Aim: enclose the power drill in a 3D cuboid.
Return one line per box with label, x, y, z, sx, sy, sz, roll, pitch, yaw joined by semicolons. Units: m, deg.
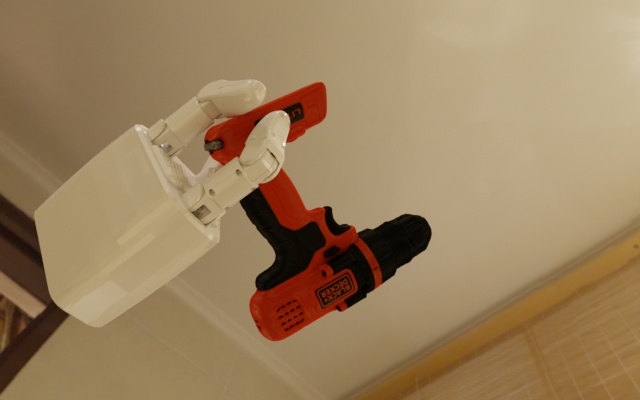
power drill;0.000;0.001;0.406;0.184;0.188;0.057;-27;13;-23
